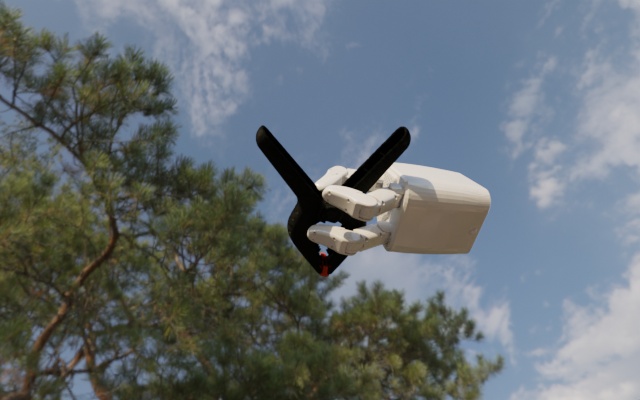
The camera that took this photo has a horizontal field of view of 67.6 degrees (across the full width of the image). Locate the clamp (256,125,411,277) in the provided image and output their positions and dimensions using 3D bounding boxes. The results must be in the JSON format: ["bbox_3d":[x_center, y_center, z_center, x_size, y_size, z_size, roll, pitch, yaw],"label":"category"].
[{"bbox_3d":[0.000,0.002,0.553,0.164,0.210,0.036,6,34,-10],"label":"clamp"}]
